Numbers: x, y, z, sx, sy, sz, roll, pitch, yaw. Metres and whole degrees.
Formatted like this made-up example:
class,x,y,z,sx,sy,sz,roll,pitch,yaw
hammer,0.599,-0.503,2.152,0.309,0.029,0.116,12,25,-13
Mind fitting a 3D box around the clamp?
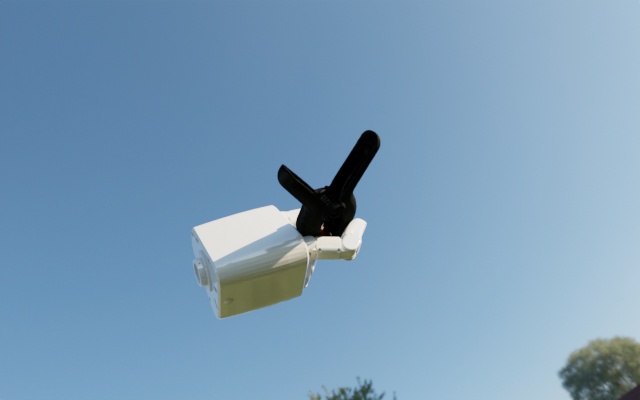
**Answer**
class,x,y,z,sx,sy,sz,roll,pitch,yaw
clamp,0.000,0.001,0.539,0.120,0.172,0.039,-13,48,-24
